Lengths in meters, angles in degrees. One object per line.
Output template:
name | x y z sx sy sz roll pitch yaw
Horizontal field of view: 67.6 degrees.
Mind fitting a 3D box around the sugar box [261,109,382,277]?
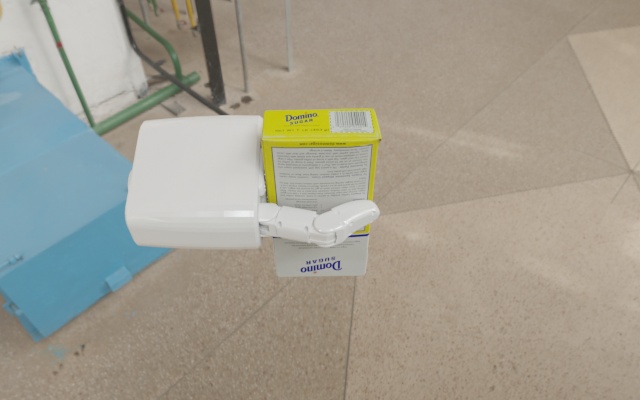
sugar box | 0.000 0.001 0.435 0.093 0.048 0.176 0 -43 -1
